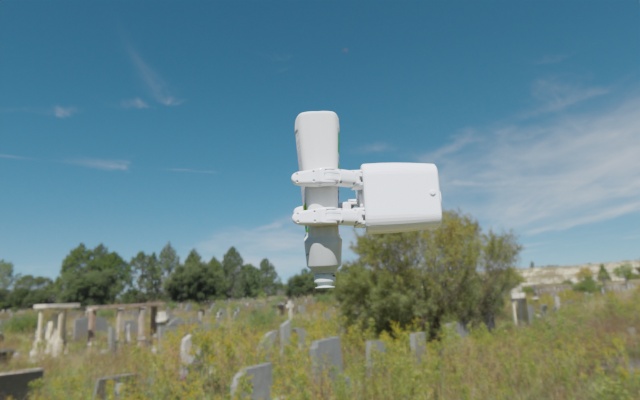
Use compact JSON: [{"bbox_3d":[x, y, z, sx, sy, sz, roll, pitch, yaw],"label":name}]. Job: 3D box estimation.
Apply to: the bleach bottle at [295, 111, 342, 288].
[{"bbox_3d":[0.000,0.002,0.706,0.068,0.250,0.102,-2,-11,-2],"label":"bleach bottle"}]
